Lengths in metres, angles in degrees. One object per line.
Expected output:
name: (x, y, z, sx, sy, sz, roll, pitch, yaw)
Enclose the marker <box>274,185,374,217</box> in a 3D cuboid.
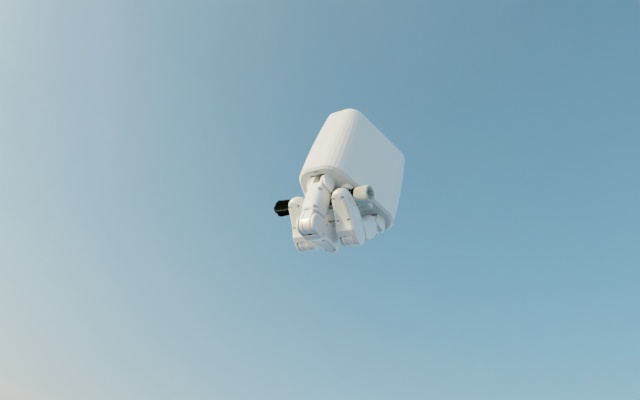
marker: (0.000, 0.002, 0.514, 0.121, 0.020, 0.020, -10, -5, 32)
